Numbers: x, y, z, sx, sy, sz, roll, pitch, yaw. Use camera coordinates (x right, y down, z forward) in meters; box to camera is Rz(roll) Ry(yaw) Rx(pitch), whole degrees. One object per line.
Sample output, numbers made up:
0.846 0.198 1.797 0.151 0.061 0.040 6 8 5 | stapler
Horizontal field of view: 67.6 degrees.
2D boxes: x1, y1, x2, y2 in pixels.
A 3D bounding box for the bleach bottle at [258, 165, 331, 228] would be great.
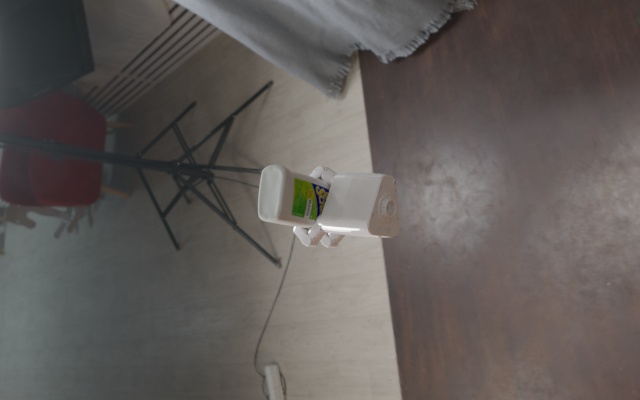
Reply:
0.000 0.003 0.900 0.068 0.102 0.251 3 -4 44 | bleach bottle
